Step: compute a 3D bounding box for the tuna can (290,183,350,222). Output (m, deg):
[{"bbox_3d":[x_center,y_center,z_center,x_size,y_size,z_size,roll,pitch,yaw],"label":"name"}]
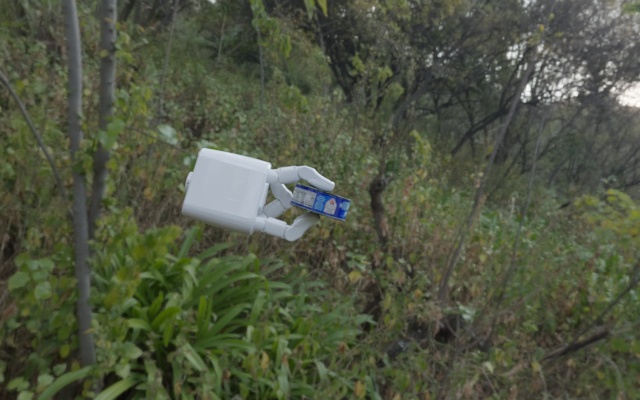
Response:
[{"bbox_3d":[0.000,0.002,0.705,0.086,0.034,0.086,18,1,0],"label":"tuna can"}]
